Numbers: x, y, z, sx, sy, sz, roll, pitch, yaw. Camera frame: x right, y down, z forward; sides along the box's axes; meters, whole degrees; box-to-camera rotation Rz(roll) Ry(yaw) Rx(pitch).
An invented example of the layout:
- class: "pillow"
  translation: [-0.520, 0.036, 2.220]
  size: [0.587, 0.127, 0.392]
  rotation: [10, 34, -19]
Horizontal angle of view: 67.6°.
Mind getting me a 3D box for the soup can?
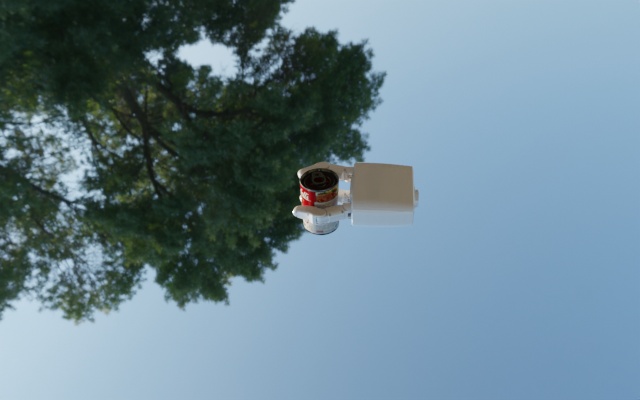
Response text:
- class: "soup can"
  translation: [0.000, 0.003, 0.851]
  size: [0.068, 0.102, 0.068]
  rotation: [-2, 38, 1]
